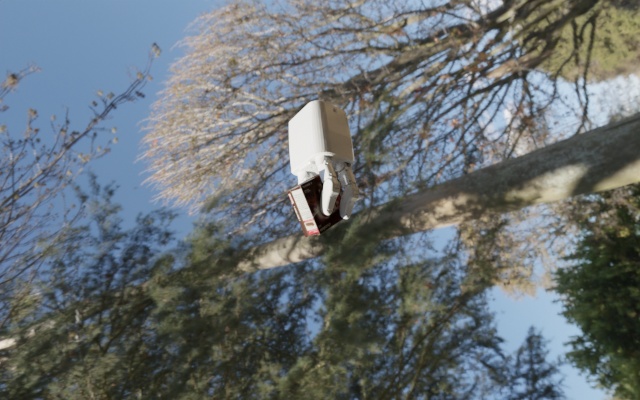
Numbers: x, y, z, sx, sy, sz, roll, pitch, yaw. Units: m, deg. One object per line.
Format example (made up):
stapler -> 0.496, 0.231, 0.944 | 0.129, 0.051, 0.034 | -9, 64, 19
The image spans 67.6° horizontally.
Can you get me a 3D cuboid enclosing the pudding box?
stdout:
pudding box -> 0.000, 0.003, 0.838 | 0.039, 0.090, 0.113 | -17, 8, 39
